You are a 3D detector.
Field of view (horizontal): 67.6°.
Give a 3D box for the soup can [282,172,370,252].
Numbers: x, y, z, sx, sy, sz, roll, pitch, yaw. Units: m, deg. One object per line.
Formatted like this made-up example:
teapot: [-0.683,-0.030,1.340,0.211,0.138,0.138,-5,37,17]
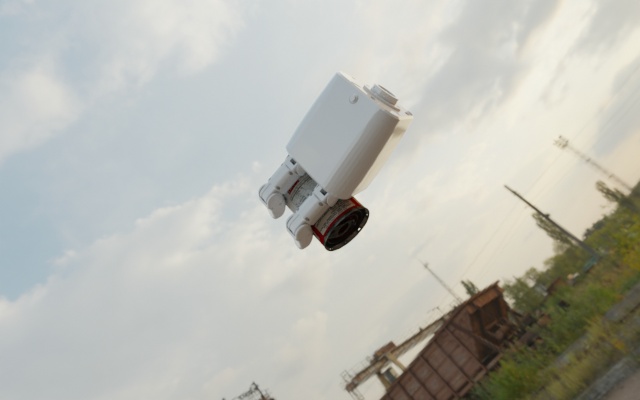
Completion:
soup can: [0.000,0.002,0.574,0.102,0.068,0.068,46,24,26]
